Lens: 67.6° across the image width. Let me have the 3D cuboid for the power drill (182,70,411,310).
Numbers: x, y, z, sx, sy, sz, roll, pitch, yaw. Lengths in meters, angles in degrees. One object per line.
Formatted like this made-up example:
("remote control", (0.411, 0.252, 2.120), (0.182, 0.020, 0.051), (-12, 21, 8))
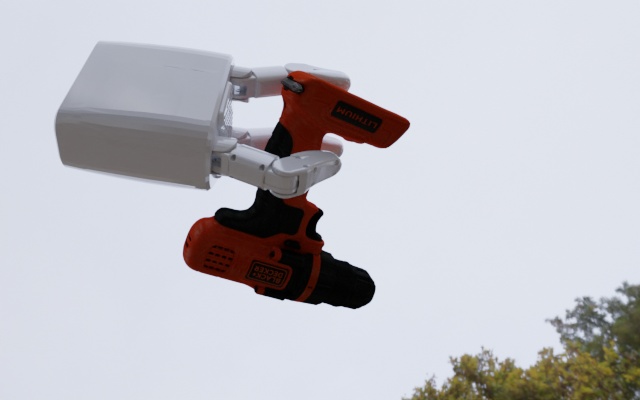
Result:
("power drill", (0.000, 0.001, 0.406), (0.184, 0.188, 0.057), (20, 12, -27))
